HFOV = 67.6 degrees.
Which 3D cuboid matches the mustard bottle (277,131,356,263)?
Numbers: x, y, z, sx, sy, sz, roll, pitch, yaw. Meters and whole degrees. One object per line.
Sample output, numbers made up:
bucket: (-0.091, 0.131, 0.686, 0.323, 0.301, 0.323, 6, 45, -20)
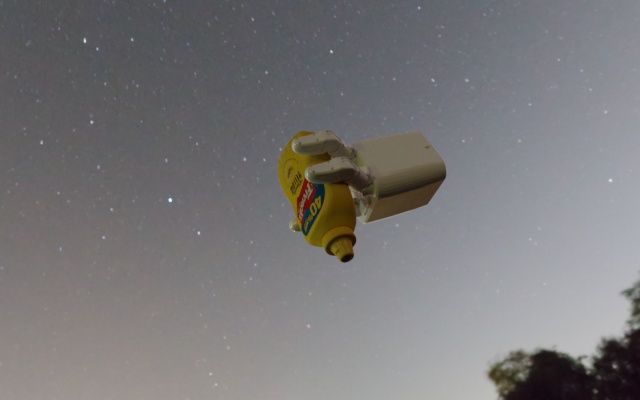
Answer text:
mustard bottle: (0.000, 0.002, 0.618, 0.058, 0.096, 0.191, 4, 41, -31)
